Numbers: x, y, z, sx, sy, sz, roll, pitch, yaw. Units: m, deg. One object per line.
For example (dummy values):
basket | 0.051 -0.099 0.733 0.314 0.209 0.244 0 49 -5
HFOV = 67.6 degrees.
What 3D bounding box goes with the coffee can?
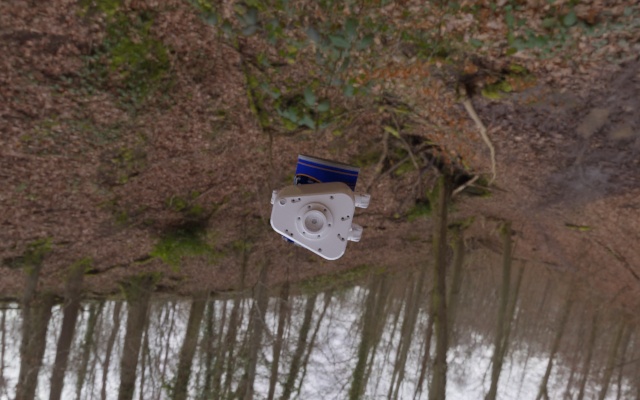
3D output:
coffee can | 0.000 0.002 0.783 0.103 0.140 0.103 12 7 -1
